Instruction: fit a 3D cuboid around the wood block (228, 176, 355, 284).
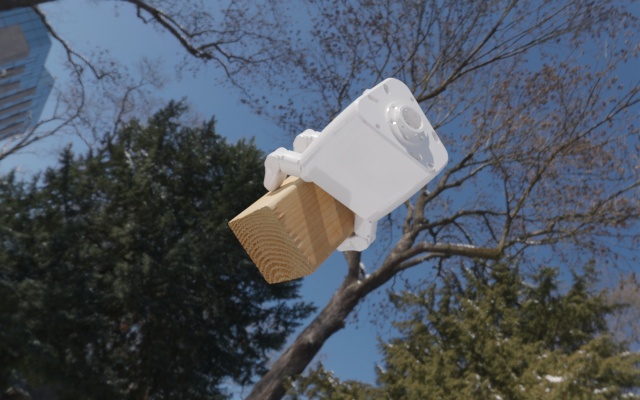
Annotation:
[{"bbox_3d":[0.001,0.002,0.596,0.090,0.091,0.206,-22,14,47],"label":"wood block"}]
